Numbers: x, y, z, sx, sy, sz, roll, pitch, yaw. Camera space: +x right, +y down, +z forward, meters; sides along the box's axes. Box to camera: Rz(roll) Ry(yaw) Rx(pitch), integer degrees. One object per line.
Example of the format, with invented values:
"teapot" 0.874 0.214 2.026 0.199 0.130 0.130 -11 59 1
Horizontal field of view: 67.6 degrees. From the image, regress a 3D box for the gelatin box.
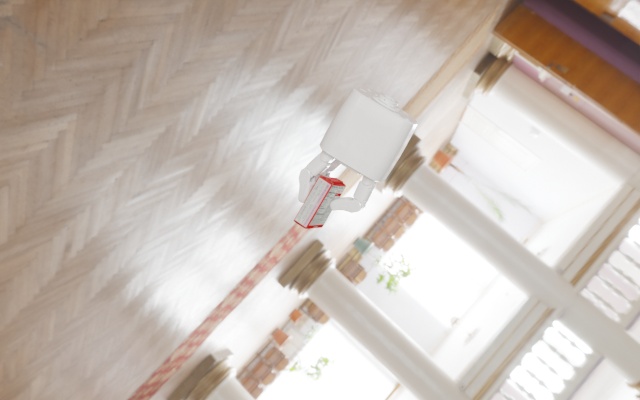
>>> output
"gelatin box" 0.000 0.003 0.790 0.030 0.089 0.073 33 10 18
